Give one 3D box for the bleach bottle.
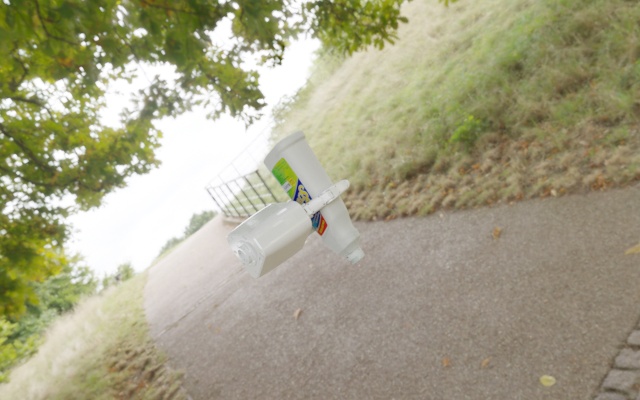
[{"bbox_3d":[0.000,0.003,0.865,0.068,0.251,0.102,-35,-2,-33],"label":"bleach bottle"}]
